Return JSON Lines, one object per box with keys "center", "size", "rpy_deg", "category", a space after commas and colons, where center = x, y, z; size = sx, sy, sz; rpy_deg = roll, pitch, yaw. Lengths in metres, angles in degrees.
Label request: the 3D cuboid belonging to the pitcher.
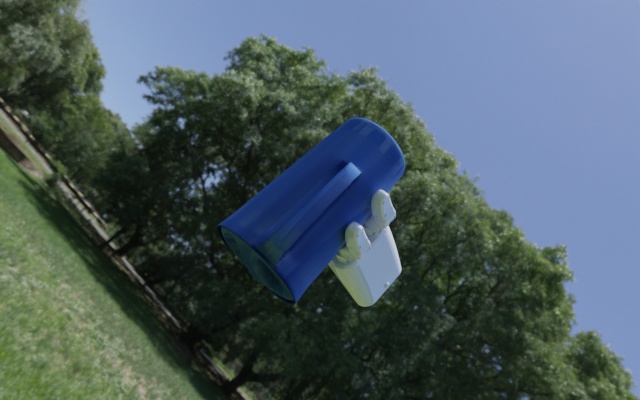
{"center": [0.000, 0.002, 0.606], "size": [0.149, 0.145, 0.242], "rpy_deg": [25, 62, 43], "category": "pitcher"}
